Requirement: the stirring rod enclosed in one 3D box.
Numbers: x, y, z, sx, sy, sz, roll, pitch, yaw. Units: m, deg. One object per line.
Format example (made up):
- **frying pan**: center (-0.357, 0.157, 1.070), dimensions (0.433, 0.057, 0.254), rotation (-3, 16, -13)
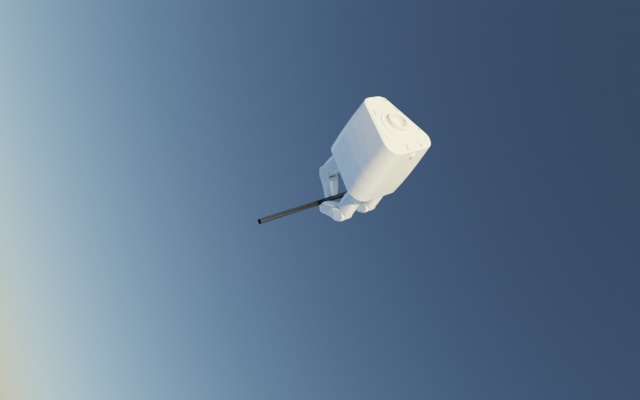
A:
- **stirring rod**: center (0.000, 0.002, 0.768), dimensions (0.239, 0.011, 0.011), rotation (-18, 11, -39)
